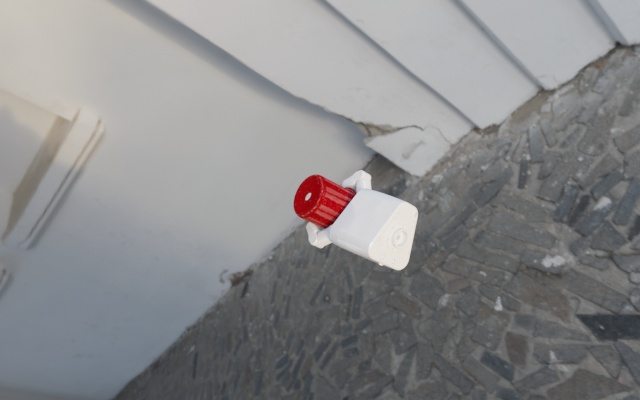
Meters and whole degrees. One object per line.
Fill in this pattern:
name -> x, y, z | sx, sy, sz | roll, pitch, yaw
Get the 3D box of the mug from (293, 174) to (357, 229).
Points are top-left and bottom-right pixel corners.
mug -> -0.001, 0.002, 0.856 | 0.081, 0.093, 0.117 | 26, -5, -35
